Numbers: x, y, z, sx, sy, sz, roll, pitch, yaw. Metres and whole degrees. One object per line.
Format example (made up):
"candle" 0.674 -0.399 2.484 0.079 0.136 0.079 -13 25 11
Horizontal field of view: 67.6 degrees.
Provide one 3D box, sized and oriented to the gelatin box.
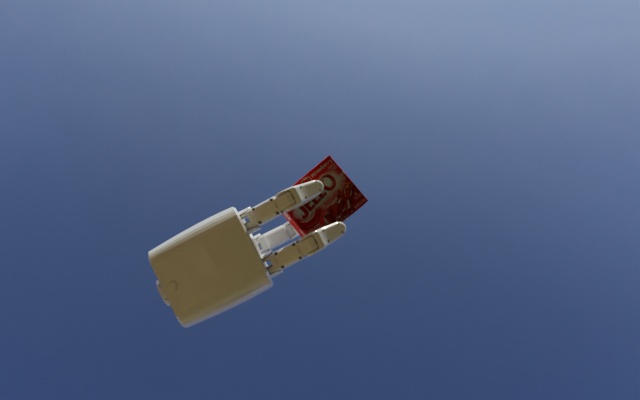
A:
"gelatin box" 0.000 0.002 0.572 0.089 0.073 0.030 -40 -2 -17
